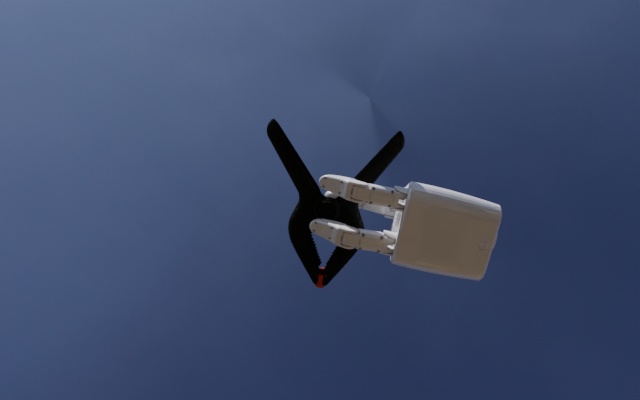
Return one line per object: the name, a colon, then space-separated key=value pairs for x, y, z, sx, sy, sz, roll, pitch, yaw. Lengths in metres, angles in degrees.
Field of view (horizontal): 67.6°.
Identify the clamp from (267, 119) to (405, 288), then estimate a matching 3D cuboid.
clamp: x=0.000 y=0.002 z=0.588 sx=0.164 sy=0.210 sz=0.036 roll=14 pitch=13 yaw=7
